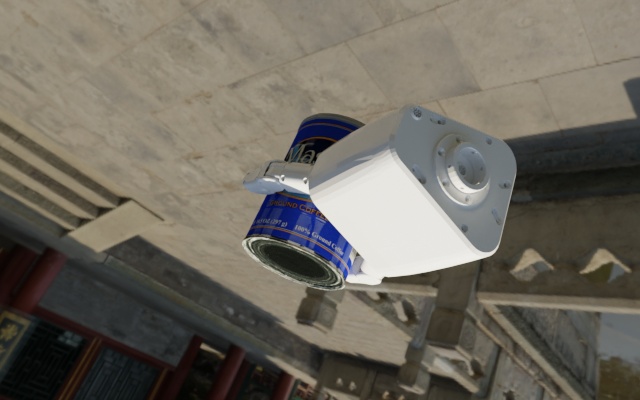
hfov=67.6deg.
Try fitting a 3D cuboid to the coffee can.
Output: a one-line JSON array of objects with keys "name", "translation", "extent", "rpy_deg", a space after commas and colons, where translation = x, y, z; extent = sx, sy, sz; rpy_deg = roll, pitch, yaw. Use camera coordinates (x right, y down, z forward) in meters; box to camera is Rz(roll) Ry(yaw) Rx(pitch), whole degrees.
[{"name": "coffee can", "translation": [0.000, 0.001, 0.466], "extent": [0.103, 0.140, 0.103], "rpy_deg": [19, -25, 9]}]
